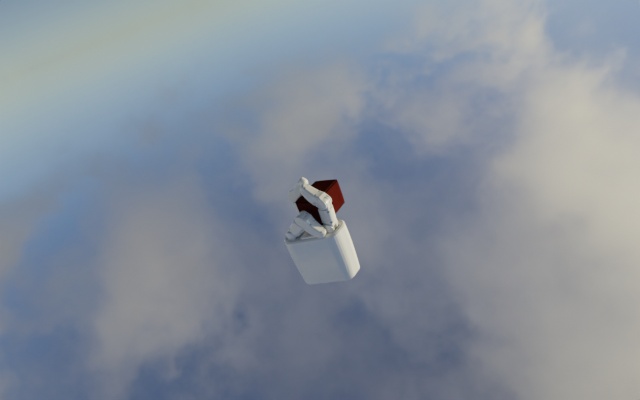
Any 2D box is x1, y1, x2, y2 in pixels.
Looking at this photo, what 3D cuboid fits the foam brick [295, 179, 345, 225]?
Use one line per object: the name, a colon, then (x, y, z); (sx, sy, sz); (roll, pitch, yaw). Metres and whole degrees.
foam brick: (0.000, 0.003, 0.892); (0.053, 0.051, 0.078); (-1, 33, 38)
